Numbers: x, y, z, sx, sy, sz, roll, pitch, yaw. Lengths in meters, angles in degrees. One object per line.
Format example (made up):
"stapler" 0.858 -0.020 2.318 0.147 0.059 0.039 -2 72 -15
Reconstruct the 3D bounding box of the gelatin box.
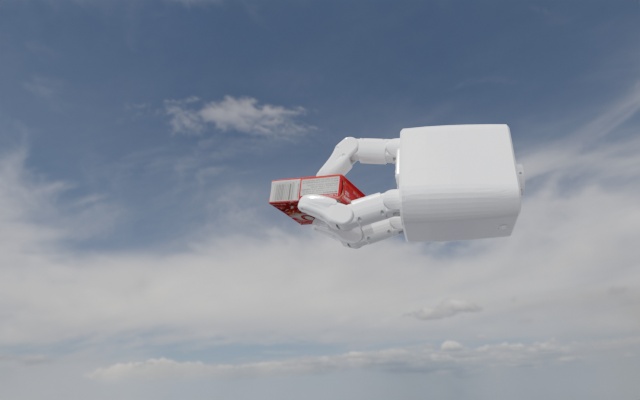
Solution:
"gelatin box" 0.000 0.001 0.523 0.089 0.030 0.073 -4 -23 28
